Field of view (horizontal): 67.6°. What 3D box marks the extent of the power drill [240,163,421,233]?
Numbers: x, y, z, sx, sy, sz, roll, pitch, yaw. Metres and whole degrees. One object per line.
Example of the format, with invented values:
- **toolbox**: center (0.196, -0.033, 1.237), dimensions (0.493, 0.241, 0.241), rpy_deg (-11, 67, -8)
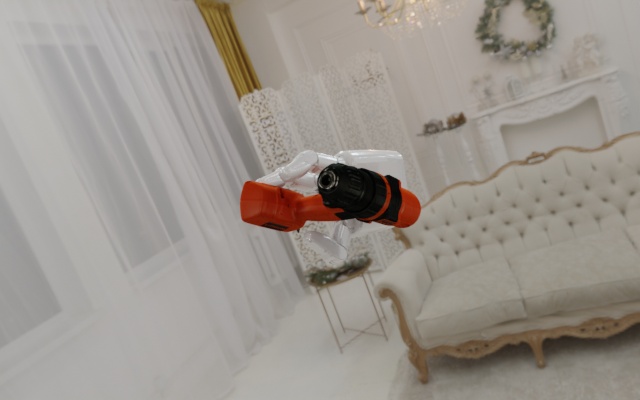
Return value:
- **power drill**: center (0.000, 0.002, 0.548), dimensions (0.187, 0.057, 0.184), rpy_deg (-2, -13, 34)
